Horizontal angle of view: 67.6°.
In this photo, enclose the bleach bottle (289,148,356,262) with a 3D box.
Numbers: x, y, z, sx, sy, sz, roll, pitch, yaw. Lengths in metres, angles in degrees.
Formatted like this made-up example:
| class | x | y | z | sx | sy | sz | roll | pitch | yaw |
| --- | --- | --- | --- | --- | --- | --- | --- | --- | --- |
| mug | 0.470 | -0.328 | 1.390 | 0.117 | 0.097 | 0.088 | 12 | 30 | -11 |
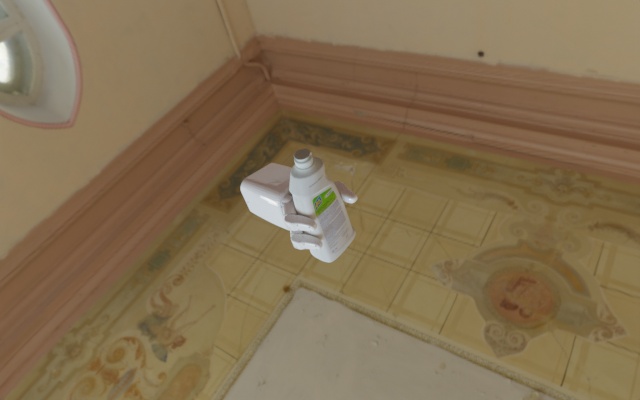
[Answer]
| class | x | y | z | sx | sy | sz | roll | pitch | yaw |
| --- | --- | --- | --- | --- | --- | --- | --- | --- | --- |
| bleach bottle | 0.000 | 0.003 | 0.882 | 0.068 | 0.251 | 0.102 | 22 | 56 | 32 |
